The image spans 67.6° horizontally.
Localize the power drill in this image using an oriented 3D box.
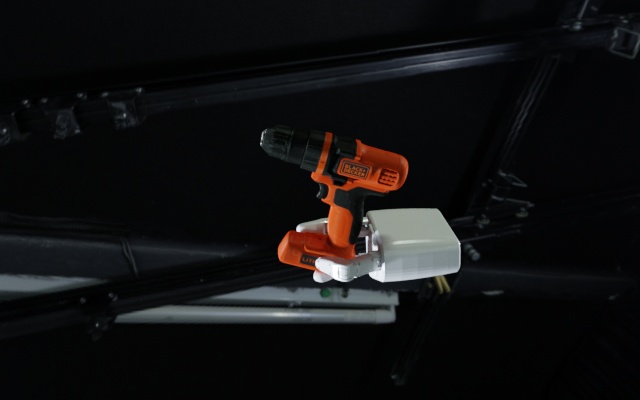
[{"bbox_3d":[0.000,0.002,0.620,0.184,0.188,0.057,15,31,-4],"label":"power drill"}]
